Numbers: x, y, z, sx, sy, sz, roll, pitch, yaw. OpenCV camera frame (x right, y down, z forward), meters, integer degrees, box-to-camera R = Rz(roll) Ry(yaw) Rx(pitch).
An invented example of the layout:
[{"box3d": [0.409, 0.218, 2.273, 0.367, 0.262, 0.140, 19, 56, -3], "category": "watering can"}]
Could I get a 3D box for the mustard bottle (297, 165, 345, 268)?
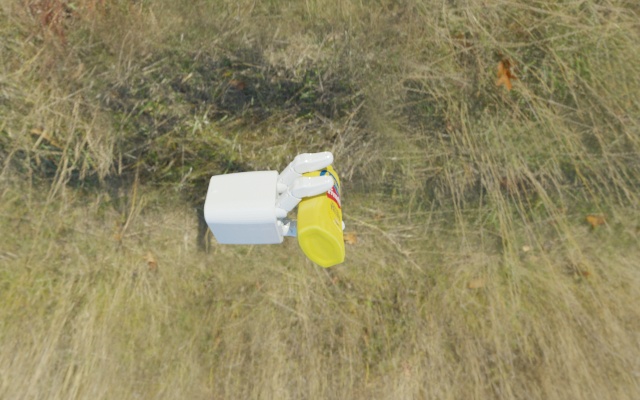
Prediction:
[{"box3d": [0.000, 0.003, 0.739, 0.058, 0.191, 0.096, -21, -49, 18], "category": "mustard bottle"}]
